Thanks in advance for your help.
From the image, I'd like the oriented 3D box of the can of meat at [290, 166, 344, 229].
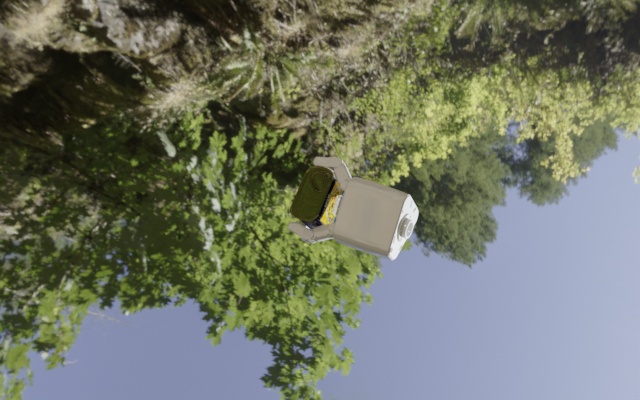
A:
[{"bbox_3d":[0.000,0.003,0.858,0.057,0.102,0.084,14,-16,29],"label":"can of meat"}]
